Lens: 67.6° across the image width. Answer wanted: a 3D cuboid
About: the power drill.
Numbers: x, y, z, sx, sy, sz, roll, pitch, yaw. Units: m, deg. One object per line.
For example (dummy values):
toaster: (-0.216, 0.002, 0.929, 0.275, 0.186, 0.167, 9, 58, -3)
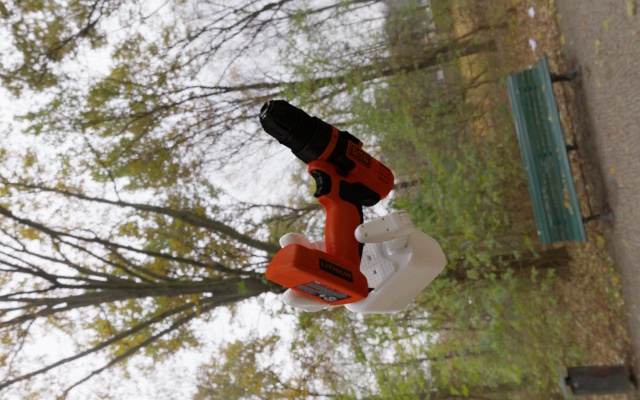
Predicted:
power drill: (0.000, 0.002, 0.502, 0.184, 0.187, 0.057, 29, -34, -28)
